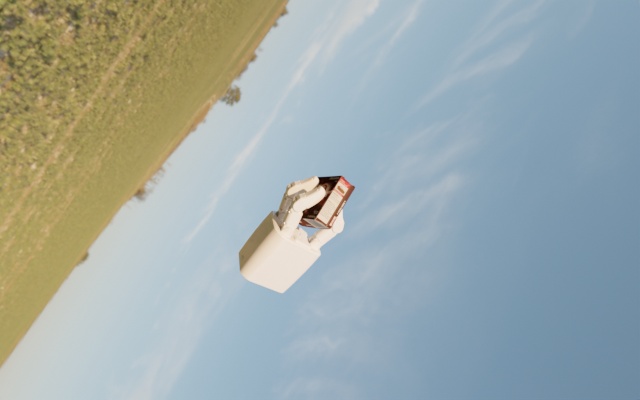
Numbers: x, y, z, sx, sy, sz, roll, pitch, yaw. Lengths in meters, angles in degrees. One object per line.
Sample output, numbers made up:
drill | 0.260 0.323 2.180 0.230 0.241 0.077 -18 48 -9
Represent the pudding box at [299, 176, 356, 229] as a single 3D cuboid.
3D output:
pudding box | 0.000 0.003 0.834 0.039 0.090 0.113 38 -16 -25
